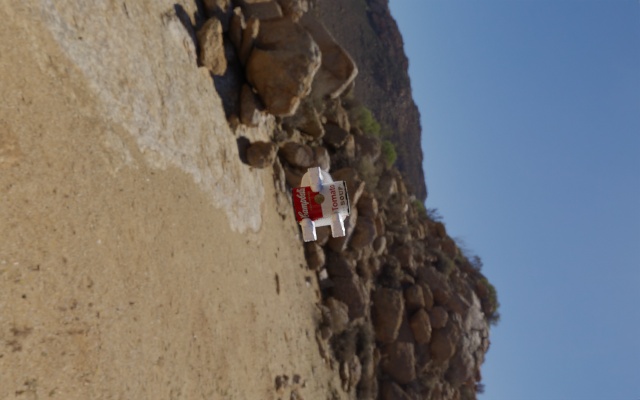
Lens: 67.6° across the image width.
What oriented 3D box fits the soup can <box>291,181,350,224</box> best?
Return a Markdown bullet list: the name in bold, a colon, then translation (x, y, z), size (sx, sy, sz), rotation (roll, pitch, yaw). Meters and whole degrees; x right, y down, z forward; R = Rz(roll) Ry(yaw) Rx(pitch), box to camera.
- **soup can**: translation (0.000, 0.003, 0.892), size (0.102, 0.068, 0.068), rotation (-9, 0, 2)
